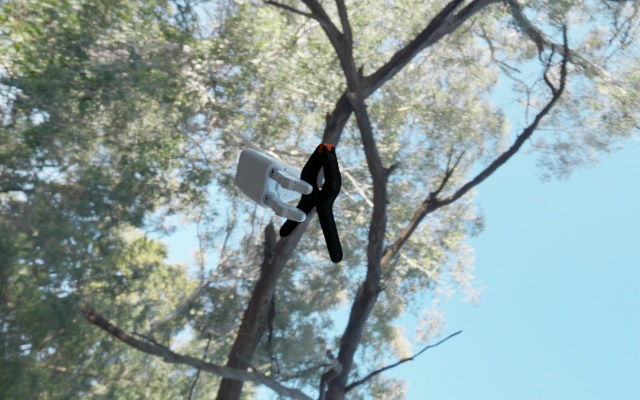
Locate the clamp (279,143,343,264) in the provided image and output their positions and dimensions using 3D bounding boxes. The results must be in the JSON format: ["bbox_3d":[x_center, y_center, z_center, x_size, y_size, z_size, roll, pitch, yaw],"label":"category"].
[{"bbox_3d":[0.001,0.002,0.877,0.036,0.210,0.164,-1,23,-46],"label":"clamp"}]
